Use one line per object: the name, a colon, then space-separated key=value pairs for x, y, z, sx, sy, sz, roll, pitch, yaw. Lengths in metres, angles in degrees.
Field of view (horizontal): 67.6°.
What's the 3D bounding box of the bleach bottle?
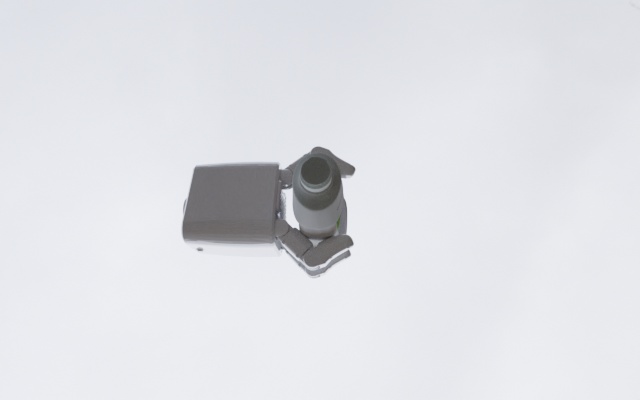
bleach bottle: x=0.000 y=0.002 z=0.570 sx=0.068 sy=0.102 sz=0.251 roll=1 pitch=-18 yaw=3
